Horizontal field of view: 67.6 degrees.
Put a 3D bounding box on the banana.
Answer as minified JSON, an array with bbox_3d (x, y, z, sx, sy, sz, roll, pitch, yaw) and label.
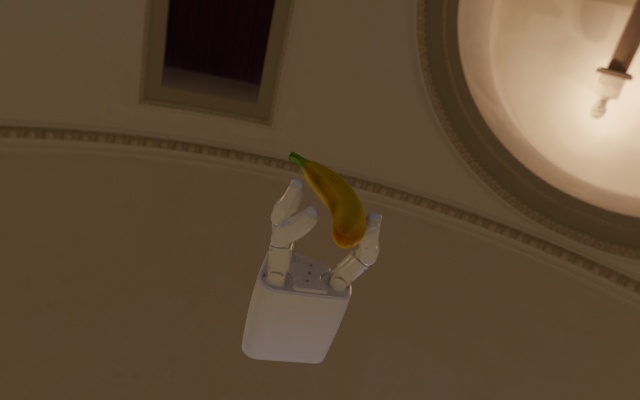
[{"bbox_3d":[0.016,0.003,0.551,0.069,0.037,0.197,10,24,-26],"label":"banana"}]
